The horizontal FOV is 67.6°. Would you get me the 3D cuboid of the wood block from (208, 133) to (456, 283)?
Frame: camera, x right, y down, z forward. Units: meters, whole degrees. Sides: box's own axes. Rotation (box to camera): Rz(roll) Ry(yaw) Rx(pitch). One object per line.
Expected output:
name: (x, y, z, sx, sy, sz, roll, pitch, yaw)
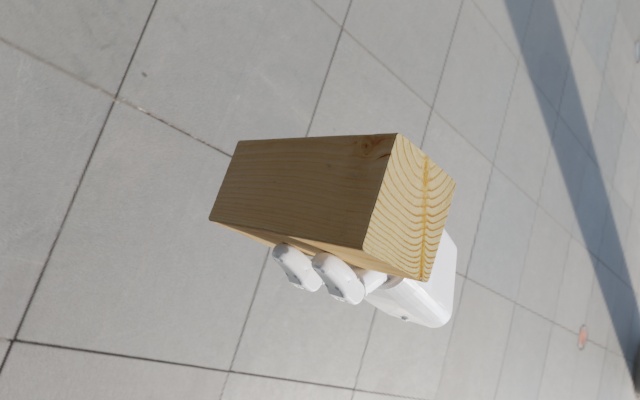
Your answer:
wood block: (0.001, 0.001, 0.431, 0.206, 0.091, 0.090, 5, -19, 47)
